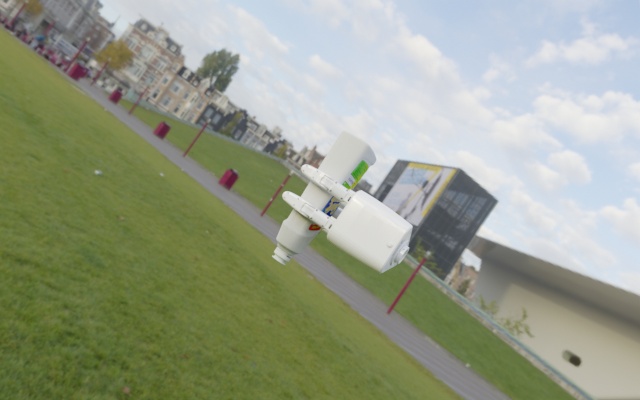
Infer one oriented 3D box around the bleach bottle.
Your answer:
[{"bbox_3d":[0.000,0.003,0.841,0.068,0.251,0.102,34,-2,19],"label":"bleach bottle"}]
